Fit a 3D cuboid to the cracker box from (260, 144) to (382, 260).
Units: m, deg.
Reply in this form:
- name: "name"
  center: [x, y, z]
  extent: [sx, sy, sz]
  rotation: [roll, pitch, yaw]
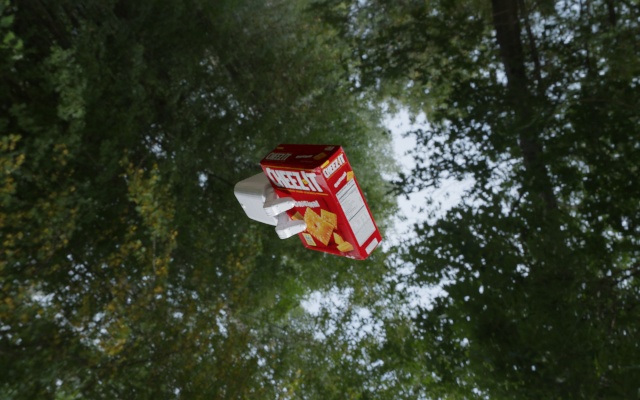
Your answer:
- name: "cracker box"
  center: [0.000, 0.003, 0.883]
  extent: [0.164, 0.214, 0.072]
  rotation: [8, 44, 46]
